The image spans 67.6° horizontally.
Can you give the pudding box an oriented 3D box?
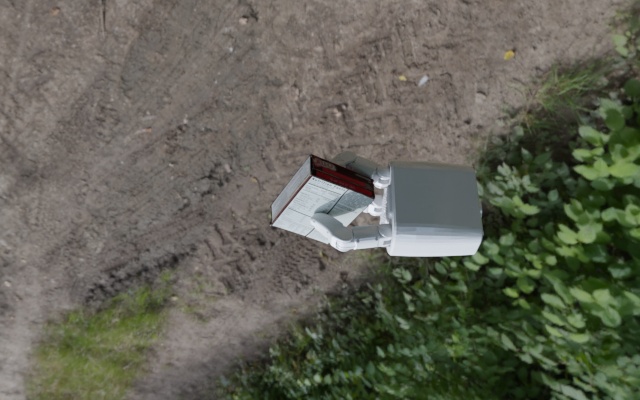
[{"bbox_3d":[0.000,0.002,0.593,0.090,0.039,0.113,21,-46,-23],"label":"pudding box"}]
